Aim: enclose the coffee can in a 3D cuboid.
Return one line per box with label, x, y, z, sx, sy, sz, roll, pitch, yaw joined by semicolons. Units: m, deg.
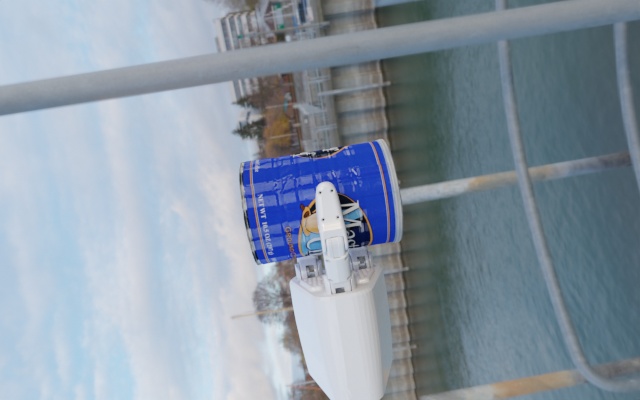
coffee can;0.000;0.001;0.469;0.140;0.103;0.103;-9;0;-1
